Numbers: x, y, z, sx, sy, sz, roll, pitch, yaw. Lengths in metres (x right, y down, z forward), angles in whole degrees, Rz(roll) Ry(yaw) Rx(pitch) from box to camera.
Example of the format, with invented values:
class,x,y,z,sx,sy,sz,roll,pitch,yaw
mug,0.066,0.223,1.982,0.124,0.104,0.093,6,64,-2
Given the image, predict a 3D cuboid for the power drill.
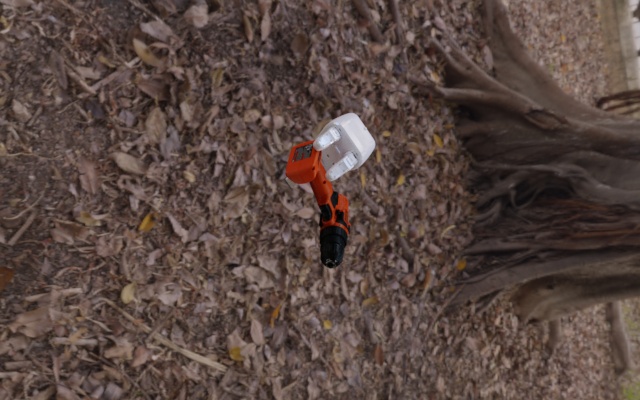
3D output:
class,x,y,z,sx,sy,sz,roll,pitch,yaw
power drill,0.000,0.002,0.843,0.057,0.188,0.184,-14,34,14
